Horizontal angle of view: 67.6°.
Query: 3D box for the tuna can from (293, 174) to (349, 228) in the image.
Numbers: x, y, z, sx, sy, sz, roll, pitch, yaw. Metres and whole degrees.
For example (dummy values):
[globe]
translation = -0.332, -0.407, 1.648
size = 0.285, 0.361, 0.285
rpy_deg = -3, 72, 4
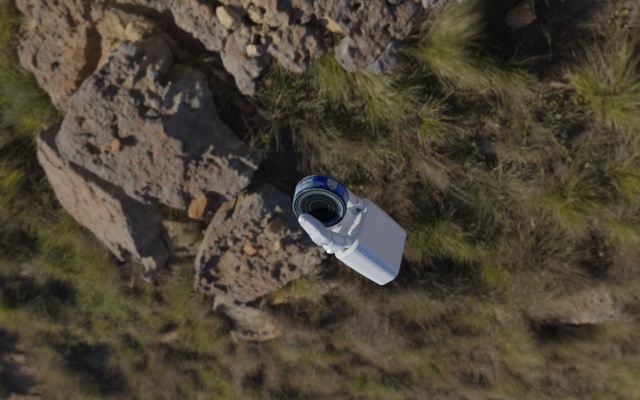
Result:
[tuna can]
translation = 0.000, 0.003, 0.747
size = 0.086, 0.086, 0.033
rpy_deg = 0, 42, 11
